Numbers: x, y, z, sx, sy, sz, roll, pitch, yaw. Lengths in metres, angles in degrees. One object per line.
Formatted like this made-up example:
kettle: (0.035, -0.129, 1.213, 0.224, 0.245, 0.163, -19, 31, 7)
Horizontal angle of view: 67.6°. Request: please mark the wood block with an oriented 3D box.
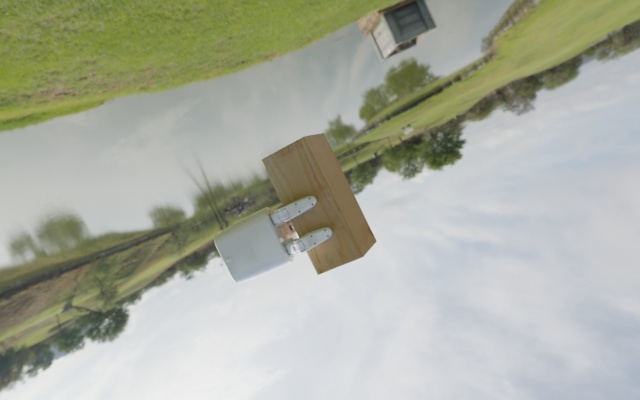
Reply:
wood block: (0.000, 0.003, 0.787, 0.090, 0.206, 0.091, -25, 2, 23)
